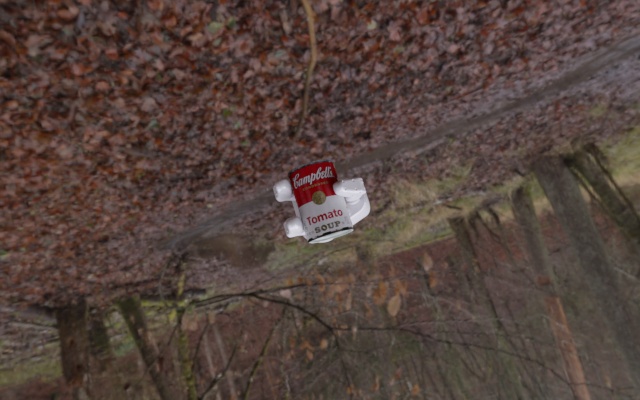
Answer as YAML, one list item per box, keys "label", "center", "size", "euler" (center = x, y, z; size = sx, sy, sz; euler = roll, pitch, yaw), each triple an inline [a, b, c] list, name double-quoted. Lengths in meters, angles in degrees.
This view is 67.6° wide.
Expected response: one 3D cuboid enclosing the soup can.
- label: "soup can"
  center: [0.000, 0.002, 0.665]
  size: [0.068, 0.102, 0.068]
  euler: [-16, -10, -3]
